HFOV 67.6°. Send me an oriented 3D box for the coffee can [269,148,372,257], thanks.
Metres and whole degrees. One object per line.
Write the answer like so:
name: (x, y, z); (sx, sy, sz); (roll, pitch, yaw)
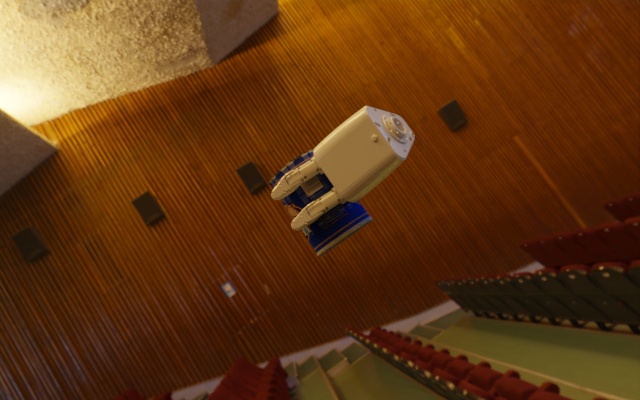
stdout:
coffee can: (0.000, 0.003, 0.751); (0.103, 0.140, 0.103); (-34, -7, -5)
